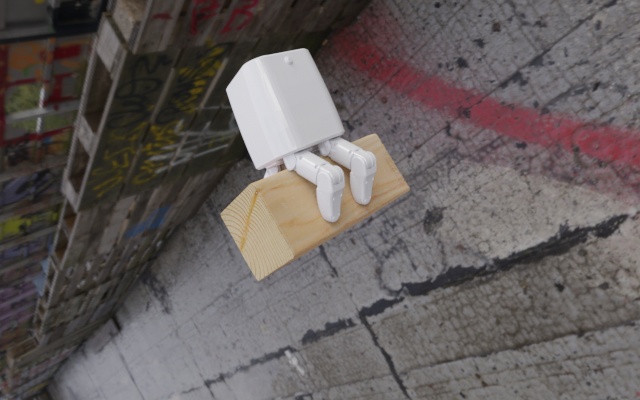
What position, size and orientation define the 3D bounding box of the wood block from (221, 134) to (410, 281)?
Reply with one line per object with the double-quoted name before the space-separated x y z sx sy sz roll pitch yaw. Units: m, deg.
"wood block" 0.000 0.002 0.574 0.206 0.090 0.091 -26 -7 -40
